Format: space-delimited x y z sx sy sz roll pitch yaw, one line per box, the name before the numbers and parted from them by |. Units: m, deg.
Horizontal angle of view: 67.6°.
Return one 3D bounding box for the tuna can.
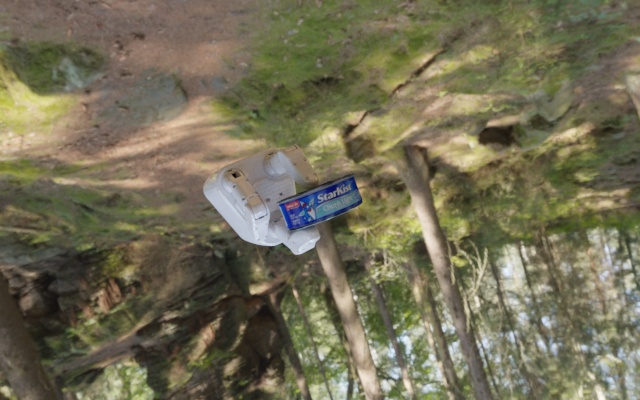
tuna can | 0.000 0.002 0.502 0.086 0.034 0.086 -21 3 1
